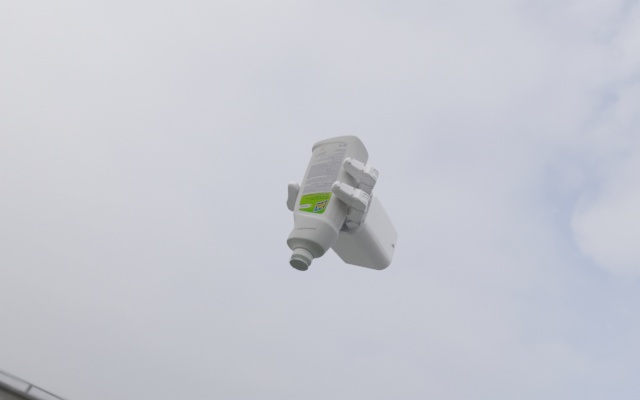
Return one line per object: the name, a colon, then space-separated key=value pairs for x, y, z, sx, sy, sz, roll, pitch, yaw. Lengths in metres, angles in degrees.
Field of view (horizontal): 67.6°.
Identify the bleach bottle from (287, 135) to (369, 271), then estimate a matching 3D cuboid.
bleach bottle: x=0.000 y=0.002 z=0.758 sx=0.102 sy=0.250 sz=0.068 roll=-9 pitch=-48 yaw=34
